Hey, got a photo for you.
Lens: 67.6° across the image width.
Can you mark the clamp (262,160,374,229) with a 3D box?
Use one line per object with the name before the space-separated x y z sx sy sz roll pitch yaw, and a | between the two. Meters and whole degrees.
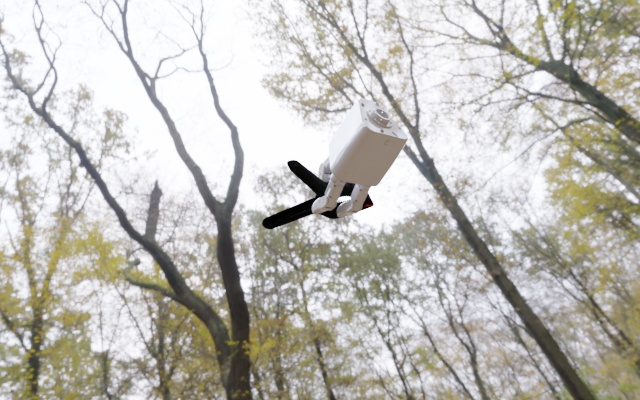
clamp | 0.000 0.002 0.888 0.210 0.036 0.165 8 -46 -31
